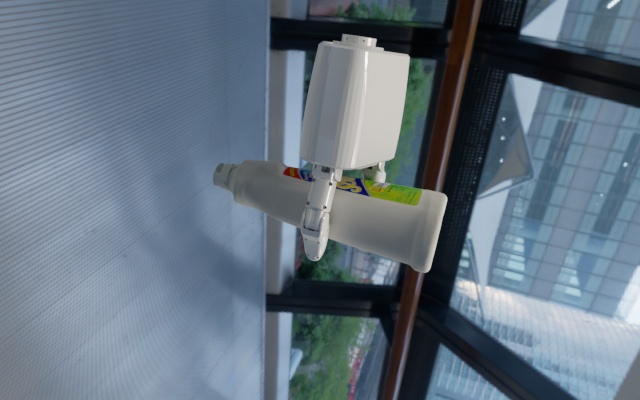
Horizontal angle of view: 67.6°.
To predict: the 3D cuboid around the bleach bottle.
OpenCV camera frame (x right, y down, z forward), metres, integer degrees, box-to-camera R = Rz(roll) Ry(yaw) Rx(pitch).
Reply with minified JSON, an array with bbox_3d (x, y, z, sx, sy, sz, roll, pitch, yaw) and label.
[{"bbox_3d":[0.000,0.002,0.504,0.251,0.068,0.102,14,19,14],"label":"bleach bottle"}]
